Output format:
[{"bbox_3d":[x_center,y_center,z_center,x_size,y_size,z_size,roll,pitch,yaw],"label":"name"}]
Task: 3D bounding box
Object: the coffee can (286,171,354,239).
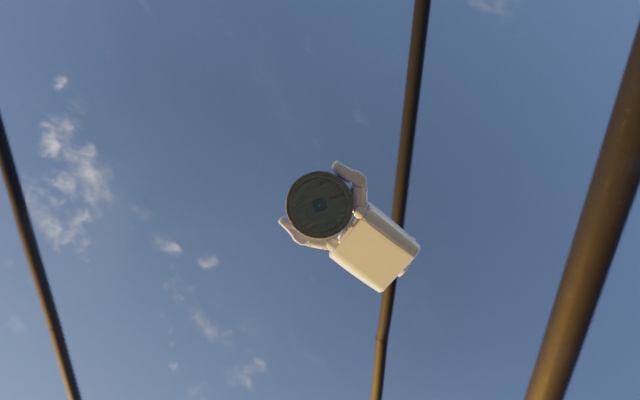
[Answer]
[{"bbox_3d":[0.000,0.003,0.783,0.103,0.103,0.140,0,4,1],"label":"coffee can"}]
